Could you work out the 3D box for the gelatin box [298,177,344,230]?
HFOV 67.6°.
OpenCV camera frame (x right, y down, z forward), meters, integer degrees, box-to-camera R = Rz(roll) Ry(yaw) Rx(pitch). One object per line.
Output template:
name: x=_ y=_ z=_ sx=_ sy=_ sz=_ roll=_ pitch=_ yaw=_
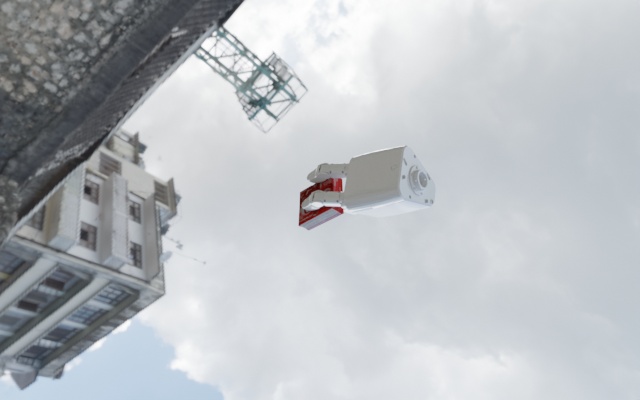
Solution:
gelatin box: x=0.000 y=0.003 z=0.846 sx=0.030 sy=0.073 sz=0.089 roll=28 pitch=-42 yaw=-36
